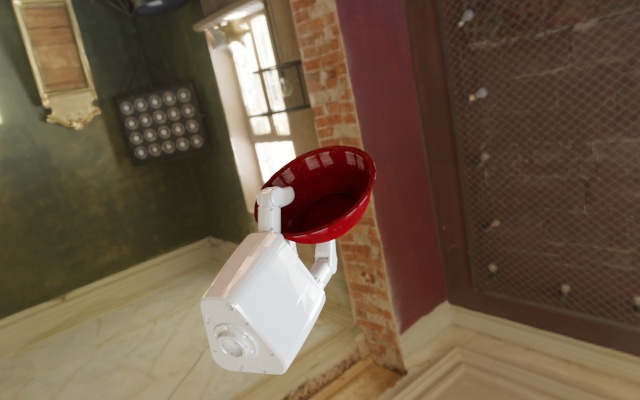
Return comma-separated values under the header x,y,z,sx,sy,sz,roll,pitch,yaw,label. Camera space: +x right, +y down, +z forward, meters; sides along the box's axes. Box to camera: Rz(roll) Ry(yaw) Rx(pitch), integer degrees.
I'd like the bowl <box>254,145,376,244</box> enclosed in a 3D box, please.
x,y,z,sx,sy,sz,roll,pitch,yaw,label
0.001,0.001,0.603,0.162,0.162,0.055,0,-44,32,bowl
